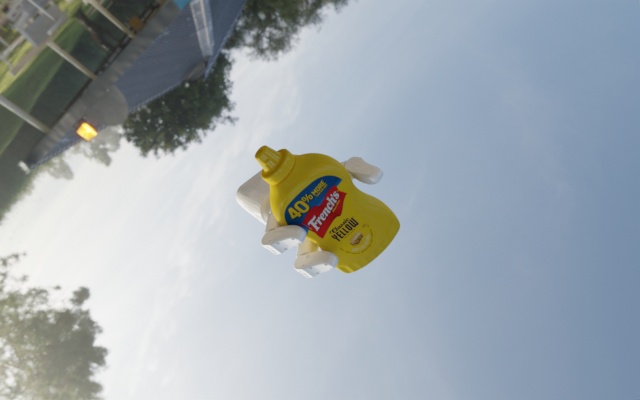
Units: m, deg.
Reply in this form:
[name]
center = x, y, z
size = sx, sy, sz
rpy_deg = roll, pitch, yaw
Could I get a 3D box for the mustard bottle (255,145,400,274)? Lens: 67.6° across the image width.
[mustard bottle]
center = 0.000, 0.002, 0.546
size = 0.192, 0.096, 0.058
rpy_deg = 40, 15, -30
